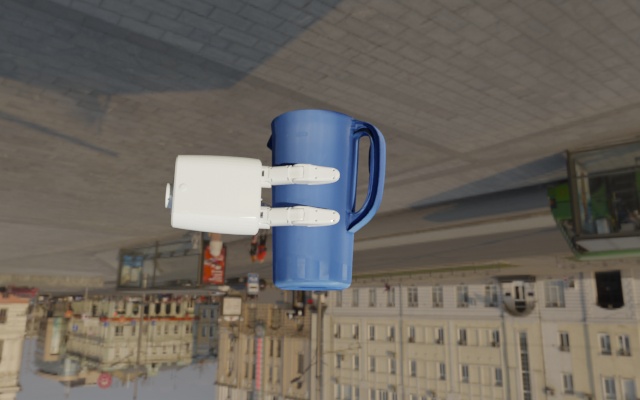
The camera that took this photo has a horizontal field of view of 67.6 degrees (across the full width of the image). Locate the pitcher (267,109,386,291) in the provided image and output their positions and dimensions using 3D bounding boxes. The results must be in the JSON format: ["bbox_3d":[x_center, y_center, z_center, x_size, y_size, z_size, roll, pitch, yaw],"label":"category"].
[{"bbox_3d":[0.000,0.002,0.673,0.145,0.242,0.149,5,-13,-17],"label":"pitcher"}]
